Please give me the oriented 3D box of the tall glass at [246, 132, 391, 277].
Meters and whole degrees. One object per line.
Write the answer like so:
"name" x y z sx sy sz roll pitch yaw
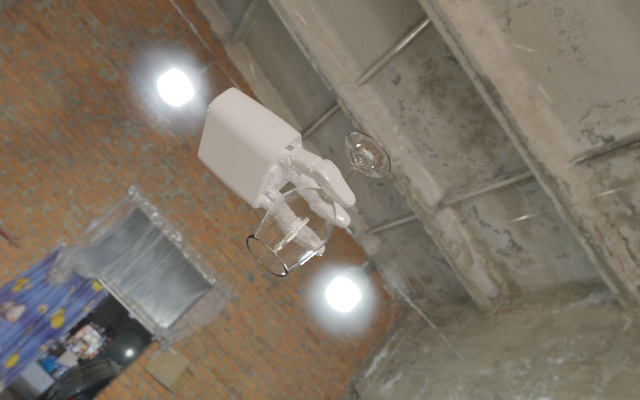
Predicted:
"tall glass" 0.001 0.002 0.583 0.079 0.079 0.201 0 39 52
